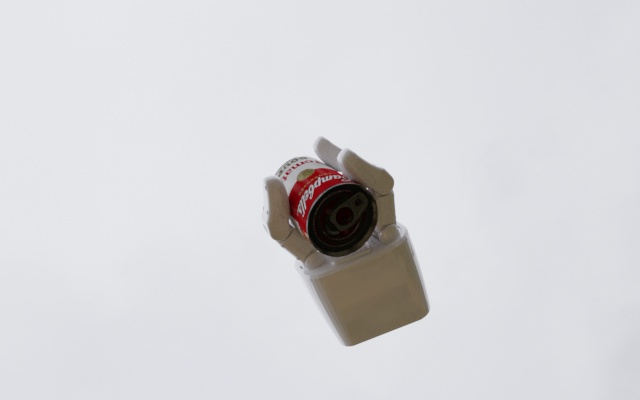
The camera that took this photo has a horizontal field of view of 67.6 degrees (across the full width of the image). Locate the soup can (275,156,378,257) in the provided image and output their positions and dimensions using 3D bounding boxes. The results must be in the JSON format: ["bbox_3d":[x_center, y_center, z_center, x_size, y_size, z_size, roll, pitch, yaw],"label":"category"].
[{"bbox_3d":[0.000,0.001,0.452,0.068,0.068,0.102,0,19,-25],"label":"soup can"}]
